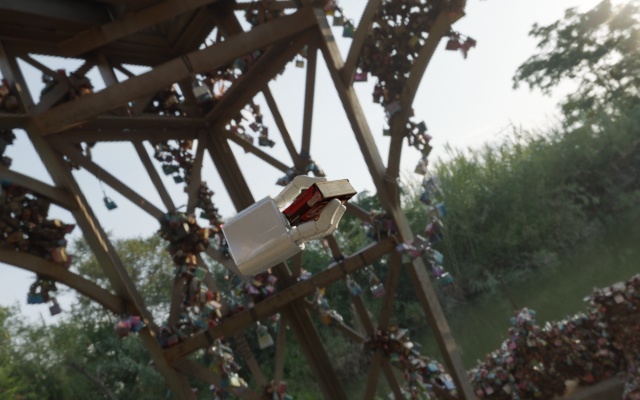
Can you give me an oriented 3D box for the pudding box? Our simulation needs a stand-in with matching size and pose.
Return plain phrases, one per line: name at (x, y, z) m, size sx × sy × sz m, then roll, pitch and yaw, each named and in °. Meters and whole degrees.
pudding box at (0.000, 0.003, 0.845) m, size 0.090 × 0.039 × 0.113 m, roll -39°, pitch -14°, yaw 31°
